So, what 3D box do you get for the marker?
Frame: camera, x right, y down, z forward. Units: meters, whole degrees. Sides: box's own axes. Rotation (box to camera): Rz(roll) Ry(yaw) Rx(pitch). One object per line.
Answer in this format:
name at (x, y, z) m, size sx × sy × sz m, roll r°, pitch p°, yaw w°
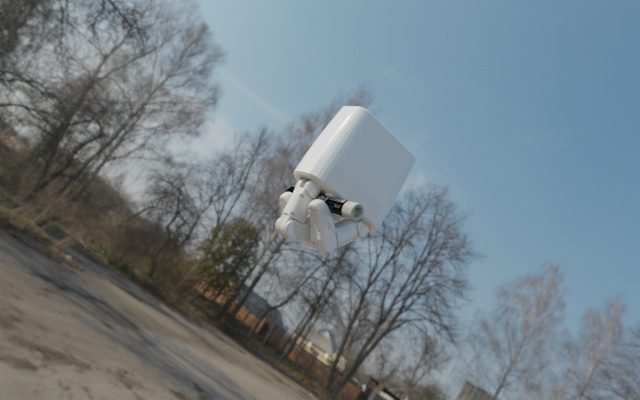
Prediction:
marker at (0.000, 0.002, 0.539) m, size 0.020 × 0.020 × 0.121 m, roll 0°, pitch 10°, yaw -41°
